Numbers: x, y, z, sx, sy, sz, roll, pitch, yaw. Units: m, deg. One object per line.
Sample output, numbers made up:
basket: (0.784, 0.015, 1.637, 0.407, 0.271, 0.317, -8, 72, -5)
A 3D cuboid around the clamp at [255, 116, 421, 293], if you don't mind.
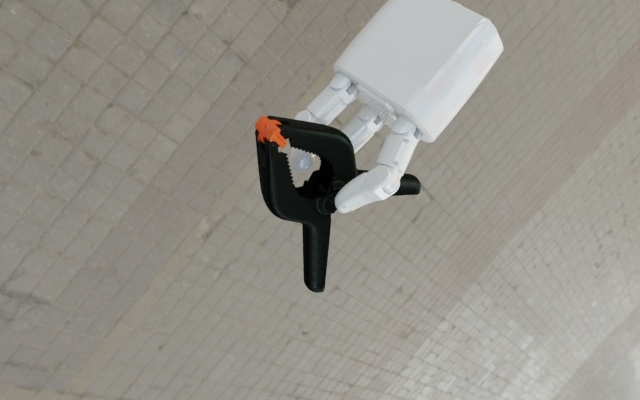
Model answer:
clamp: (0.000, 0.001, 0.447, 0.036, 0.164, 0.210, 42, 4, 42)
